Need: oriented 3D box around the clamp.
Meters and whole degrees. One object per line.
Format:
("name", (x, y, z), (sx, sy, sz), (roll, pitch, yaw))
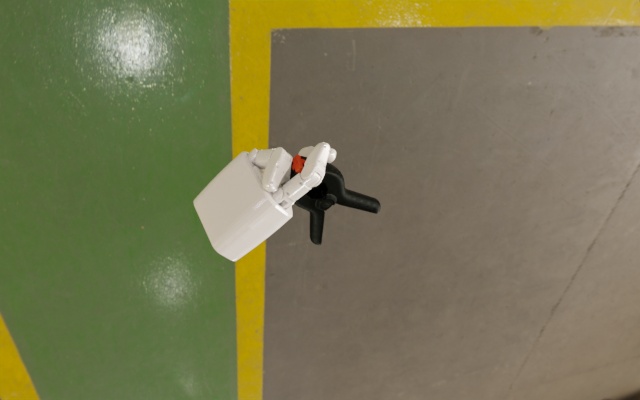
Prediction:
("clamp", (0.000, 0.003, 0.692), (0.171, 0.120, 0.039), (40, 15, -40))
